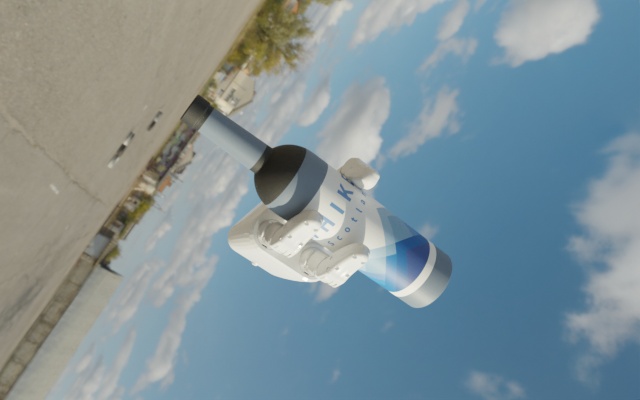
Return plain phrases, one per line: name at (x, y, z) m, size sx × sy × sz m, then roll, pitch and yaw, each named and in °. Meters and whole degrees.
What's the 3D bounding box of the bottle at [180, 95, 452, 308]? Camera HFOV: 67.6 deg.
bottle at (0.000, 0.002, 0.456) m, size 0.296 × 0.069 × 0.069 m, roll 36°, pitch -13°, yaw -18°
